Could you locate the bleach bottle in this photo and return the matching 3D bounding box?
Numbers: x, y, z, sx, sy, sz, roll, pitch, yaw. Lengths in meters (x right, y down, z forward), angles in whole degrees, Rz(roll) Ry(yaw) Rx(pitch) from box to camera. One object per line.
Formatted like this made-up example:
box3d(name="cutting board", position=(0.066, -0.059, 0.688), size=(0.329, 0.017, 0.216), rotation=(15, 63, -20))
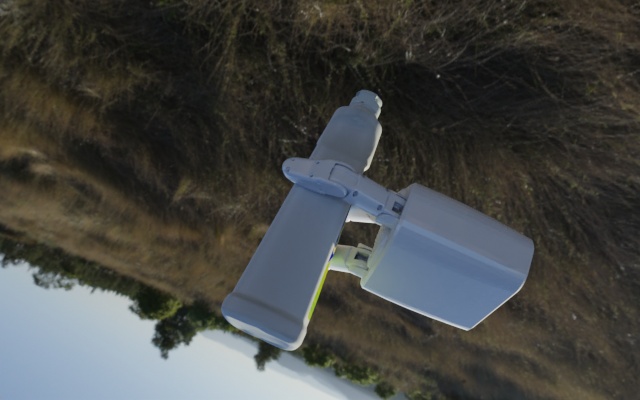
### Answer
box3d(name="bleach bottle", position=(0.000, 0.001, 0.426), size=(0.068, 0.250, 0.103), rotation=(24, -21, 3))
